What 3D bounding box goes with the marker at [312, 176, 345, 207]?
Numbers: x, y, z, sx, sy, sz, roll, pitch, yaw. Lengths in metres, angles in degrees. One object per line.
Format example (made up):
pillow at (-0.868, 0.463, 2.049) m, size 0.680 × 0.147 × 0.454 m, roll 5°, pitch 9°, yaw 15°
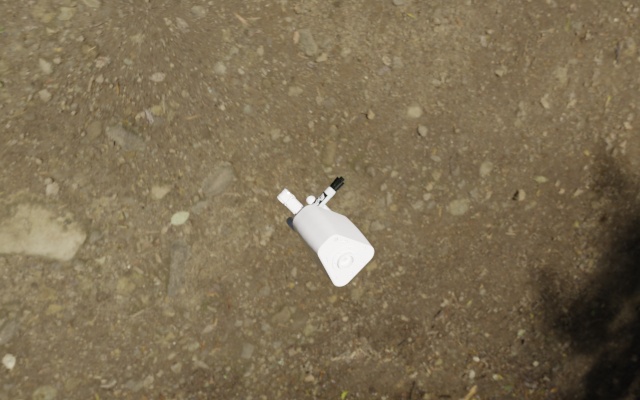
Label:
marker at (0.000, 0.003, 0.870) m, size 0.020 × 0.121 × 0.020 m, roll 43°, pitch 3°, yaw -3°
